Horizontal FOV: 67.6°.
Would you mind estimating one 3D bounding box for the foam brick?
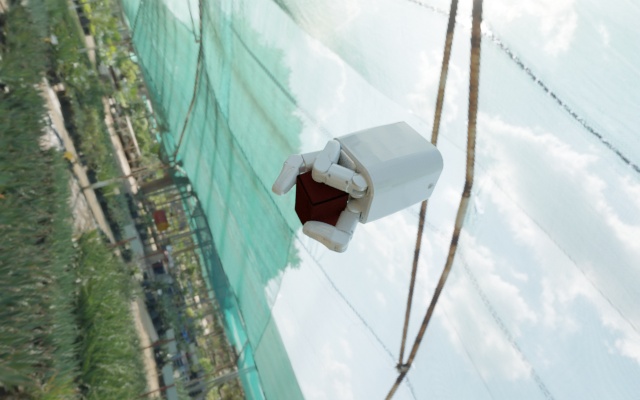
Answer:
[{"bbox_3d":[0.000,0.002,0.618,0.051,0.053,0.078,-19,-31,-17],"label":"foam brick"}]
